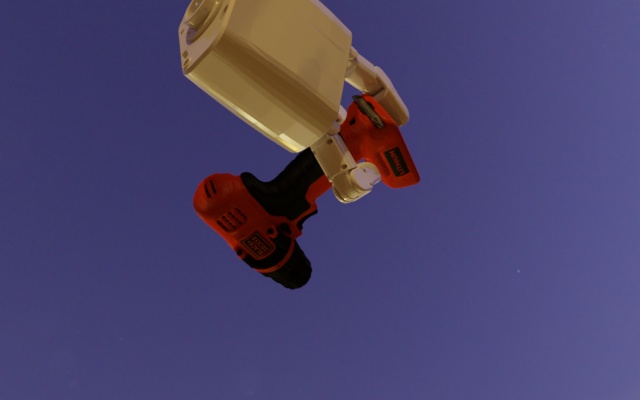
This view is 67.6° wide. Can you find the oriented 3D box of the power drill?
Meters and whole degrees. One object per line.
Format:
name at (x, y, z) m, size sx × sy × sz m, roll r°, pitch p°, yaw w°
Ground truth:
power drill at (0.000, 0.001, 0.457) m, size 0.187 × 0.057 × 0.184 m, roll -35°, pitch -39°, yaw 1°
